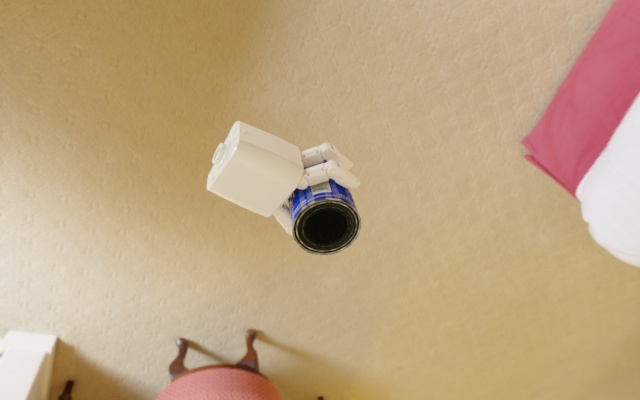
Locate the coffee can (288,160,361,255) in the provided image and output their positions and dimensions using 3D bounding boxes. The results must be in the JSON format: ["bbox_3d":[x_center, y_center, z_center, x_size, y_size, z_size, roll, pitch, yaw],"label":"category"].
[{"bbox_3d":[0.000,0.002,0.751,0.103,0.103,0.140,0,33,-10],"label":"coffee can"}]
